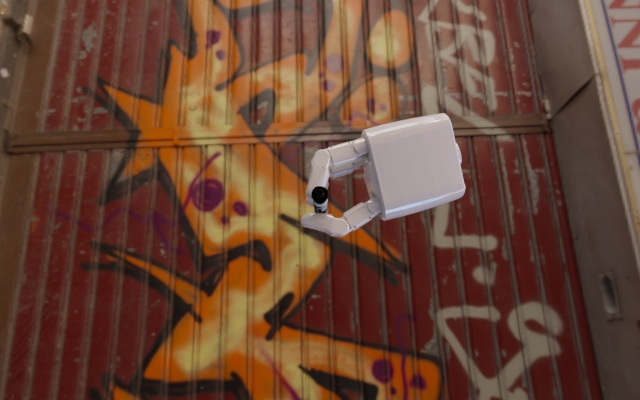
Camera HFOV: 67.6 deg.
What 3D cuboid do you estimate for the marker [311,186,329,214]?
[{"bbox_3d":[0.000,0.002,0.569,0.020,0.020,0.121,0,-9,1],"label":"marker"}]
